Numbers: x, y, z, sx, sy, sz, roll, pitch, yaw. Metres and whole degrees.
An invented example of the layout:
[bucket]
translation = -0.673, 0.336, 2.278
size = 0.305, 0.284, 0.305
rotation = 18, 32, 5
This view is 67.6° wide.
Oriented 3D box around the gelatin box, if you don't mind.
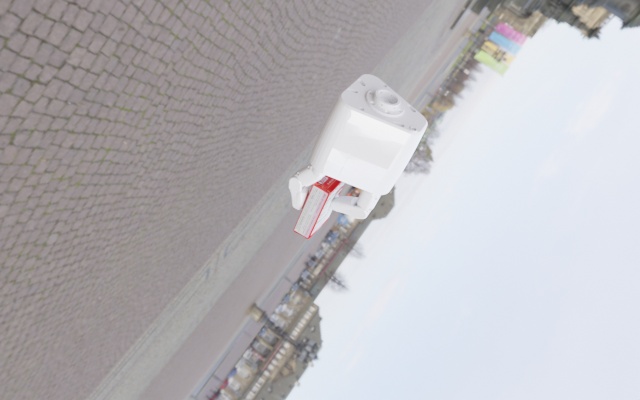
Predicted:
[gelatin box]
translation = 0.000, 0.003, 0.689
size = 0.030, 0.089, 0.073
rotation = 30, 31, 10
